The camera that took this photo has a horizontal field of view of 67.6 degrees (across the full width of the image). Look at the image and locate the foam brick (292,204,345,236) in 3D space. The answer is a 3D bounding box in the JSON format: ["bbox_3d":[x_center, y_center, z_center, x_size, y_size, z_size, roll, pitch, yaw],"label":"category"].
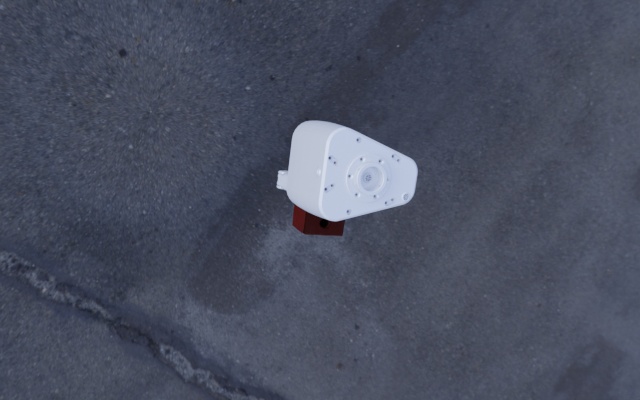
[{"bbox_3d":[0.000,0.002,0.598,0.053,0.078,0.051,4,9,-21],"label":"foam brick"}]
